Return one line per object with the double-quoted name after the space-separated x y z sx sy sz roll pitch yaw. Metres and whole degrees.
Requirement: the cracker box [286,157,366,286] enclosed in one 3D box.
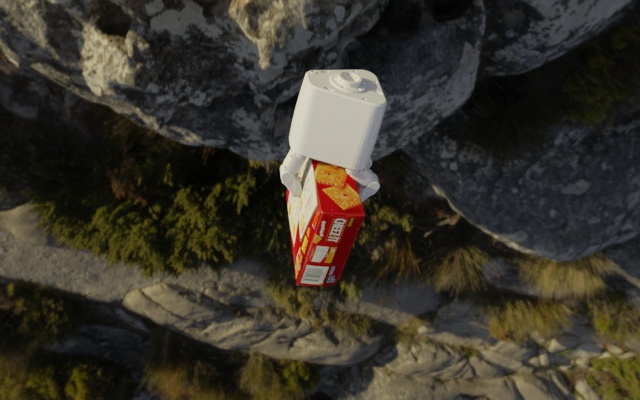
0.000 0.003 0.757 0.072 0.164 0.213 5 43 -14 "cracker box"
